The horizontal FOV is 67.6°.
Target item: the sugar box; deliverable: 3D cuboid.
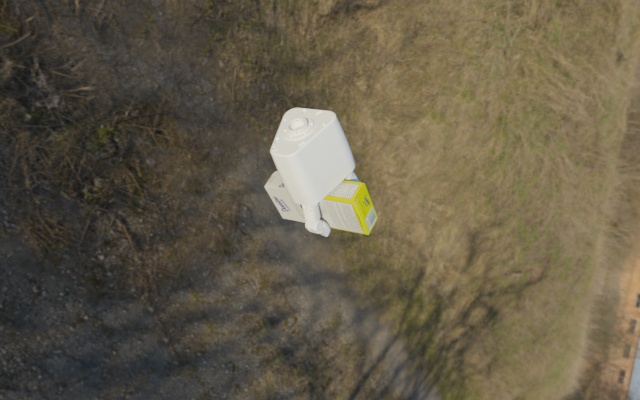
[{"bbox_3d":[0.000,0.002,0.802,0.176,0.048,0.093,12,-34,31],"label":"sugar box"}]
